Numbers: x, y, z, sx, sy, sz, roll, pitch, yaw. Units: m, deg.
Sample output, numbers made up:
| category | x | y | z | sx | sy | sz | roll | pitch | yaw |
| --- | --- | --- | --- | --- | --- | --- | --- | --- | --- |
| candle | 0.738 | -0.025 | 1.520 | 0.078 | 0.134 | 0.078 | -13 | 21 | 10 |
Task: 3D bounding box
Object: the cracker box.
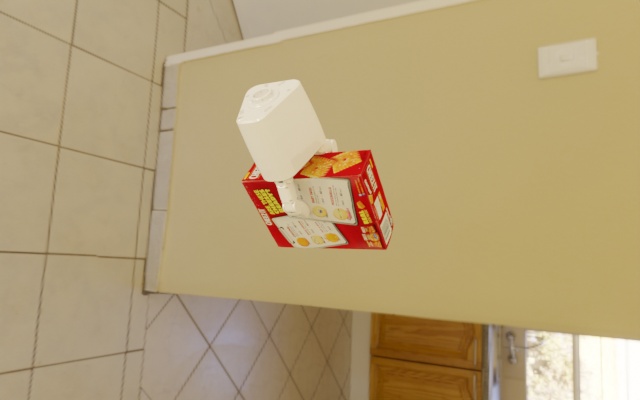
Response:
| category | x | y | z | sx | sy | sz | roll | pitch | yaw |
| --- | --- | --- | --- | --- | --- | --- | --- | --- | --- |
| cracker box | 0.000 | 0.003 | 0.801 | 0.213 | 0.164 | 0.072 | -1 | 42 | 28 |
